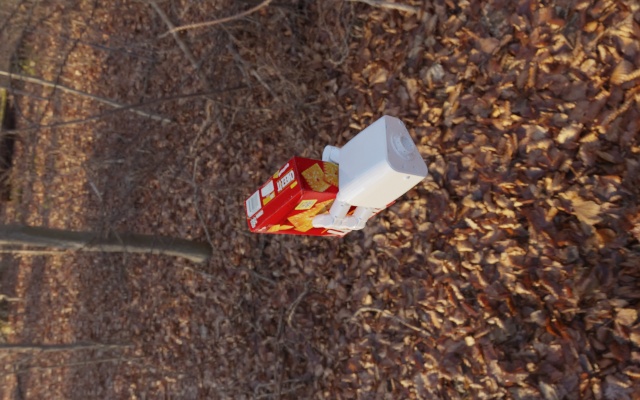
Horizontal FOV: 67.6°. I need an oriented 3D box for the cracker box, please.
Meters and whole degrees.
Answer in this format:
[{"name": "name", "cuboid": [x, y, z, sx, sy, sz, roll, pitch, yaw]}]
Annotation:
[{"name": "cracker box", "cuboid": [0.000, 0.003, 0.843, 0.214, 0.072, 0.164, 7, -31, -39]}]
